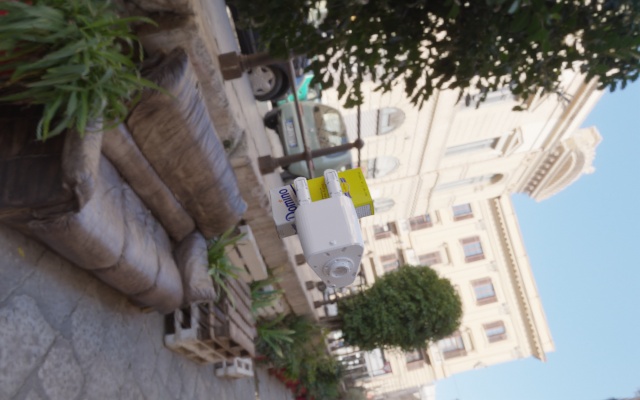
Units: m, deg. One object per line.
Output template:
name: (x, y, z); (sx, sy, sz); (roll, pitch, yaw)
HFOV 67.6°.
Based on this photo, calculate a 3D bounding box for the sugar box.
sugar box: (0.000, 0.003, 0.861); (0.176, 0.093, 0.048); (-13, -43, -2)
